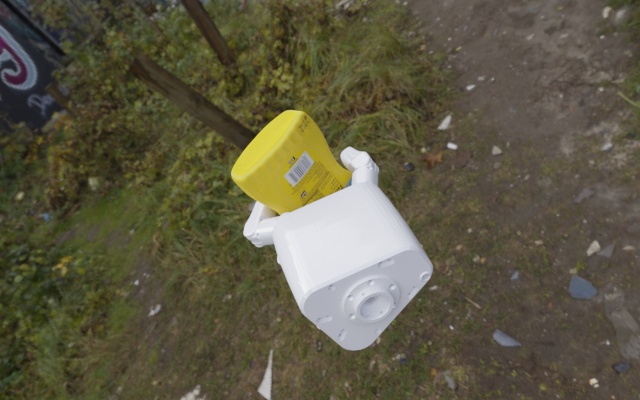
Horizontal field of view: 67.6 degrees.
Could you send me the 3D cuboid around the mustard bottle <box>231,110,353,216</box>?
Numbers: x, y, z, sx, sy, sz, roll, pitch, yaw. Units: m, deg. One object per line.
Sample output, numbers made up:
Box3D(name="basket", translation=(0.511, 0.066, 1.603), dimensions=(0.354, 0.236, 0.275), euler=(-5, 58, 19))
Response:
Box3D(name="mustard bottle", translation=(0.000, 0.001, 0.514), dimensions=(0.192, 0.096, 0.058), euler=(47, -16, -33))
